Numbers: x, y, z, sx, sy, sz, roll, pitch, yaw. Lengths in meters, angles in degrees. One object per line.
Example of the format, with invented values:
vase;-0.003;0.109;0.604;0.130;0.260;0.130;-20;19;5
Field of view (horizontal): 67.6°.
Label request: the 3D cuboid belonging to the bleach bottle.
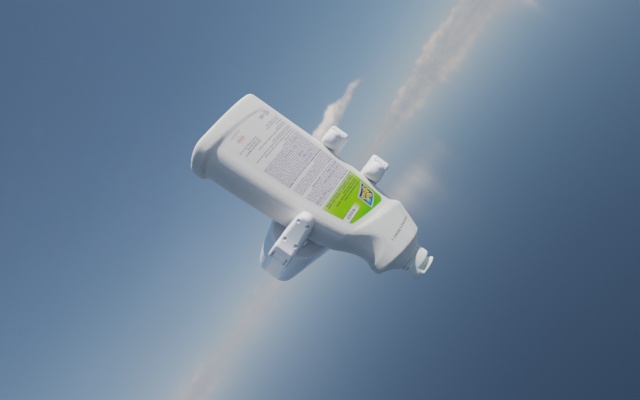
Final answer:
bleach bottle;0.000;0.001;0.485;0.251;0.102;0.068;36;-29;2
